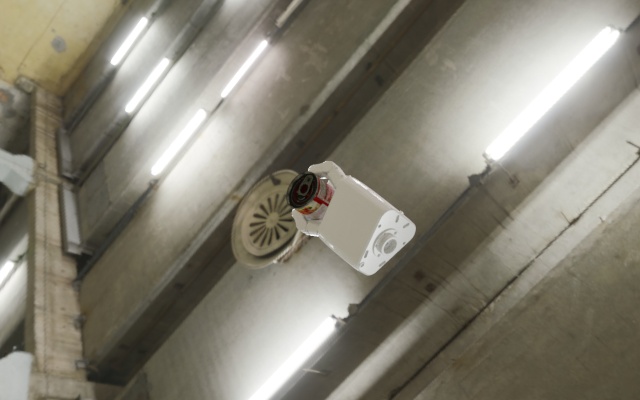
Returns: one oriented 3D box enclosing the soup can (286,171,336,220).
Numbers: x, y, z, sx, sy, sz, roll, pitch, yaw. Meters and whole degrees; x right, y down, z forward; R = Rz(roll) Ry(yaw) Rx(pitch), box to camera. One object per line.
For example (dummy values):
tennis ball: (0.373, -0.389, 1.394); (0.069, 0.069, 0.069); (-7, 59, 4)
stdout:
soup can: (0.000, 0.003, 0.813); (0.068, 0.068, 0.102); (0, -24, 42)
